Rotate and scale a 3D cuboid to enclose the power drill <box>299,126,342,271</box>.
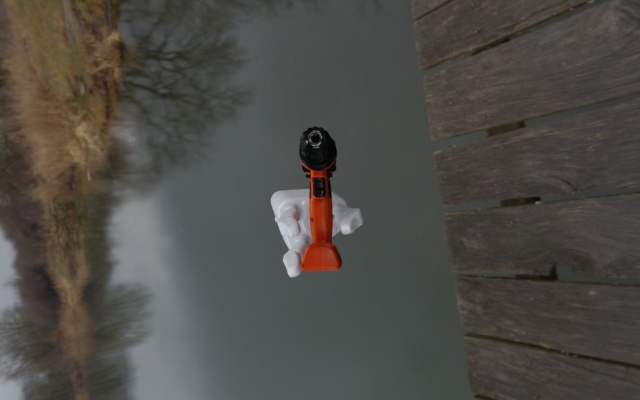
[{"bbox_3d":[0.000,0.003,0.663,0.057,0.187,0.184,-1,-6,4],"label":"power drill"}]
